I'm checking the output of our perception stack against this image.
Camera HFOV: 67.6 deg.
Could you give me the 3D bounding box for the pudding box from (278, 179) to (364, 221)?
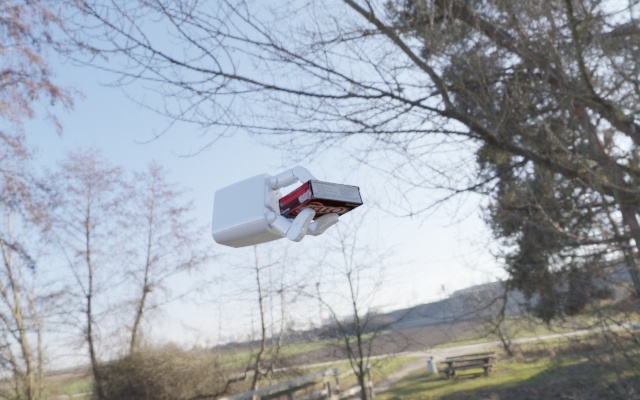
[{"bbox_3d":[0.000,0.002,0.796,0.113,0.039,0.090,4,-23,-41],"label":"pudding box"}]
